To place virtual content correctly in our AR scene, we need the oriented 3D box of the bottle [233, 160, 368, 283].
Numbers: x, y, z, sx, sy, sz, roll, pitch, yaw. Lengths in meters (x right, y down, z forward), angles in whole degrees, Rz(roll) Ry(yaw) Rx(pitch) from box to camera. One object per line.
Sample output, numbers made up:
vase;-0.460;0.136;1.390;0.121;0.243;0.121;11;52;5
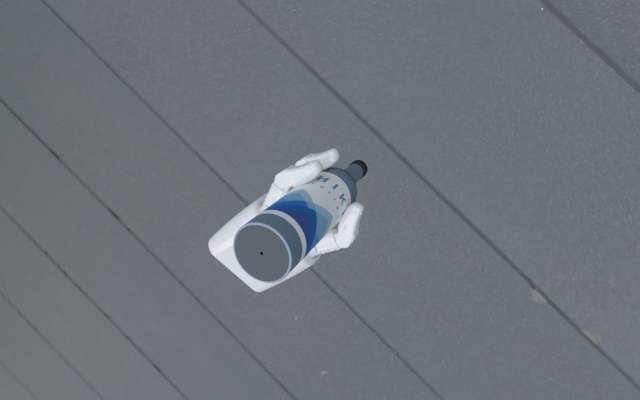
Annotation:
bottle;0.000;0.002;0.593;0.069;0.069;0.295;0;20;25
